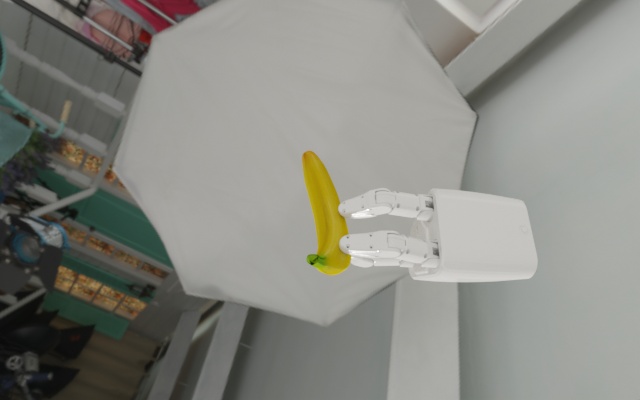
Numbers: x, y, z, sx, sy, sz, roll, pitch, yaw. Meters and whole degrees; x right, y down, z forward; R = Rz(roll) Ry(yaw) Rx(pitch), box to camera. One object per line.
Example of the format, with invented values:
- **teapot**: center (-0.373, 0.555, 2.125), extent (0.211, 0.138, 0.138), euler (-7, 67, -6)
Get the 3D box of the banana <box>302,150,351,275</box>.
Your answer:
- **banana**: center (0.007, 0.018, 0.532), extent (0.037, 0.070, 0.197), euler (-19, 36, 8)
